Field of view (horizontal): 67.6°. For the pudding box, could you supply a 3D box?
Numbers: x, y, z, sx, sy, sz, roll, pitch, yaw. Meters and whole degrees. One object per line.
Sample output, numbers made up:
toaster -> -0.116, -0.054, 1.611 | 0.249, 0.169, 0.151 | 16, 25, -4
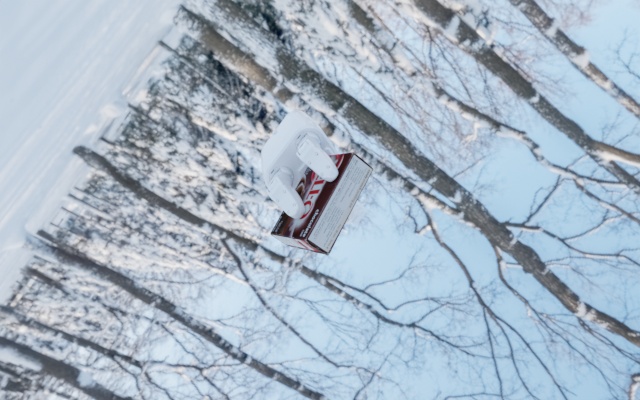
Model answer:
pudding box -> 0.000, 0.002, 0.540 | 0.039, 0.113, 0.090 | 33, -15, -25
